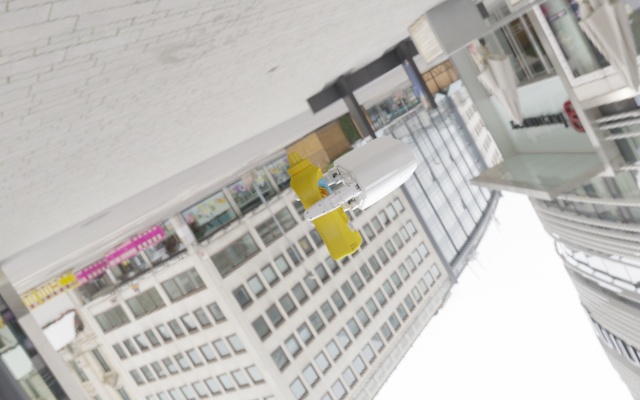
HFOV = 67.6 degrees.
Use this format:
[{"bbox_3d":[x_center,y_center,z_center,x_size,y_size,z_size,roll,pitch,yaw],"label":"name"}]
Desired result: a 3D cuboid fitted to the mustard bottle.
[{"bbox_3d":[0.000,0.003,0.810,0.058,0.191,0.096,-29,6,16],"label":"mustard bottle"}]
